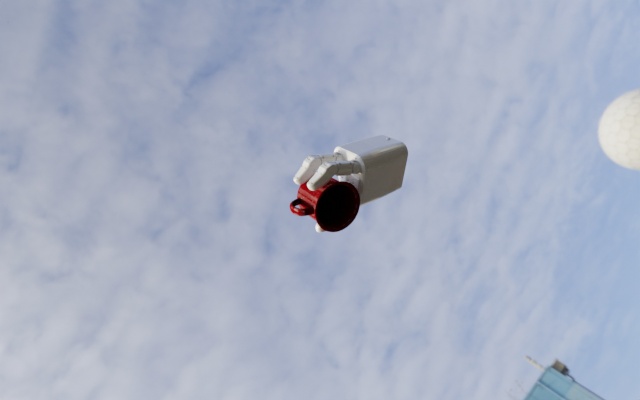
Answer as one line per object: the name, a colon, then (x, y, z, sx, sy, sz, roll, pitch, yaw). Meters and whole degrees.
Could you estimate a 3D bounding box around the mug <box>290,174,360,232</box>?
mug: (-0.001, 0.003, 0.849, 0.117, 0.093, 0.081, -18, 27, -25)
